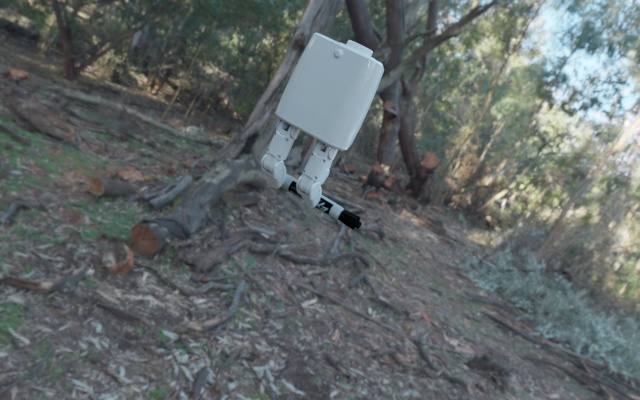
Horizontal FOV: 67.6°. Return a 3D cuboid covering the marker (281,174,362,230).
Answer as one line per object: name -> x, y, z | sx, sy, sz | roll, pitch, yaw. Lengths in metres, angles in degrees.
marker -> 0.000, 0.002, 0.615 | 0.121, 0.020, 0.020 | 31, 10, 17
